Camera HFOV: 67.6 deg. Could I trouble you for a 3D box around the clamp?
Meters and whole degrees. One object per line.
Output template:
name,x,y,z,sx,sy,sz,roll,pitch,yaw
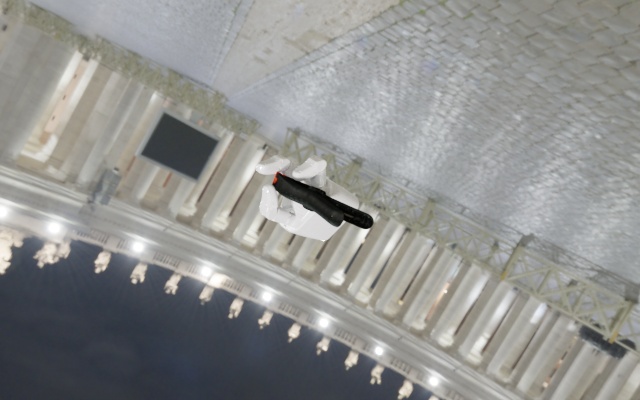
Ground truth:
clamp,0.000,0.003,0.736,0.171,0.039,0.120,32,5,36
